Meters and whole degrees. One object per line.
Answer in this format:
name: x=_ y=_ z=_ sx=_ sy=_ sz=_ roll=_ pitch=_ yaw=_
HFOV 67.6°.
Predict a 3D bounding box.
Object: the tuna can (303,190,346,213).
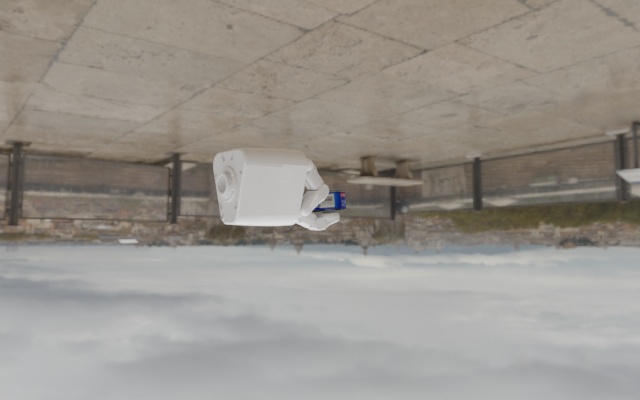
tuna can: x=0.000 y=0.003 z=0.802 sx=0.086 sy=0.034 sz=0.086 roll=-5 pitch=-1 yaw=0
